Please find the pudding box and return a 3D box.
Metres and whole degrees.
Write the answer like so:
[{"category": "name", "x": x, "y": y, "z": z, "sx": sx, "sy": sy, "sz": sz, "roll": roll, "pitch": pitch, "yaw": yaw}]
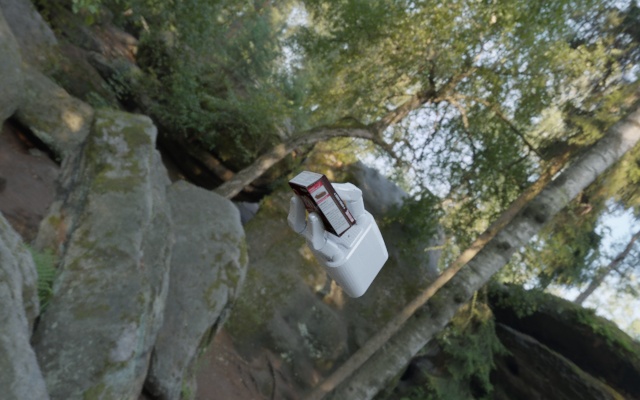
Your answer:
[{"category": "pudding box", "x": 0.000, "y": 0.002, "z": 0.716, "sx": 0.039, "sy": 0.090, "sz": 0.113, "roll": -38, "pitch": 15, "yaw": -12}]
